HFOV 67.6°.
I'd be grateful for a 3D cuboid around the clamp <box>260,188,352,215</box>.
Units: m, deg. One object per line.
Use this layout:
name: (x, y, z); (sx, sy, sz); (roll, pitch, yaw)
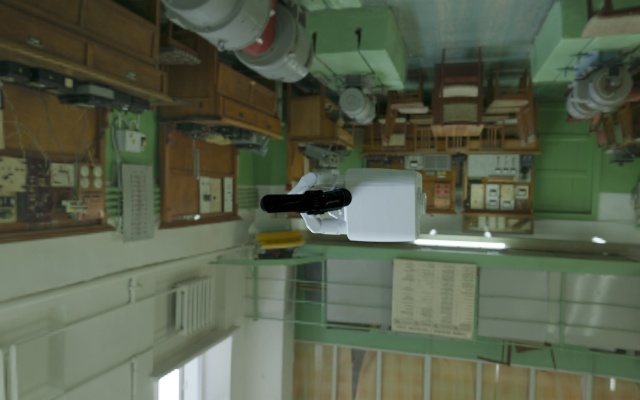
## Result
clamp: (0.000, 0.003, 0.684); (0.120, 0.039, 0.171); (1, 1, 18)
